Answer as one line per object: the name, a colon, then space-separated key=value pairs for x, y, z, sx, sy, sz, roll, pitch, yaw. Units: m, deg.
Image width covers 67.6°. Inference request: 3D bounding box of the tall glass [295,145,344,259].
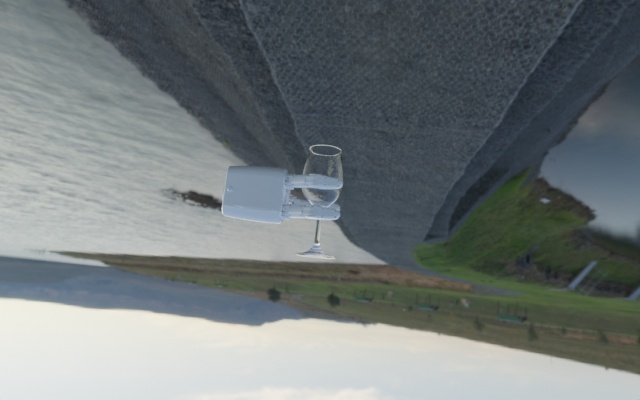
tall glass: x=0.000 y=0.004 z=0.872 sx=0.079 sy=0.201 sz=0.079 roll=6 pitch=-10 yaw=1
